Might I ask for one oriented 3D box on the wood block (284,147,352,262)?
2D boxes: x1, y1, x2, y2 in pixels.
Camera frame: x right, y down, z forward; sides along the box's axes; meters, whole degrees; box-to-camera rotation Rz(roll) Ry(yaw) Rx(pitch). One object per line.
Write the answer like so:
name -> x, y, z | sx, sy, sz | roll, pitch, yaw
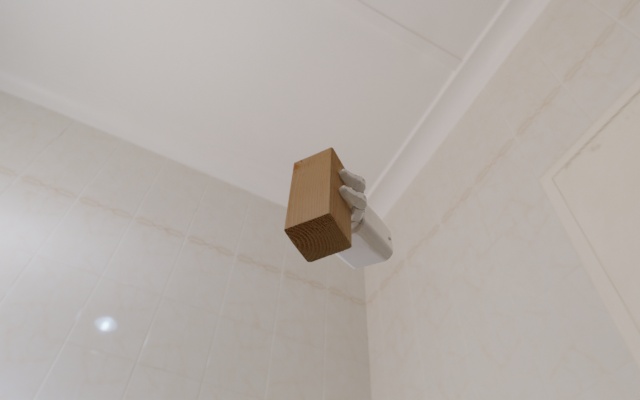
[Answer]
wood block -> 0.000, 0.003, 0.896 | 0.091, 0.090, 0.206 | -22, 34, 18
